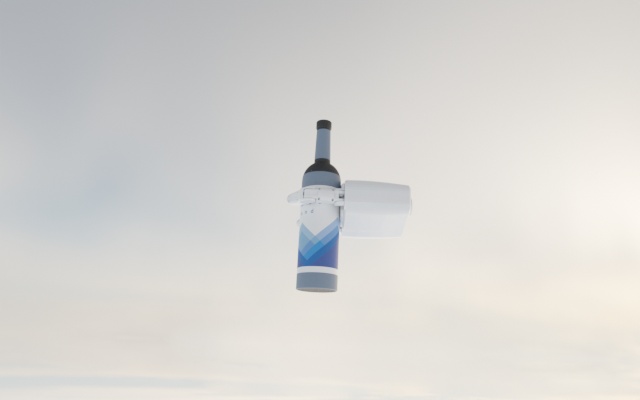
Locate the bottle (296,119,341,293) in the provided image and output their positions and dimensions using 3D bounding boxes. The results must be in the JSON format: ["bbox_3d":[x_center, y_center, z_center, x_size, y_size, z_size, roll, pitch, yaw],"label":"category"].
[{"bbox_3d":[0.000,0.003,0.803,0.069,0.295,0.069,2,-17,1],"label":"bottle"}]
